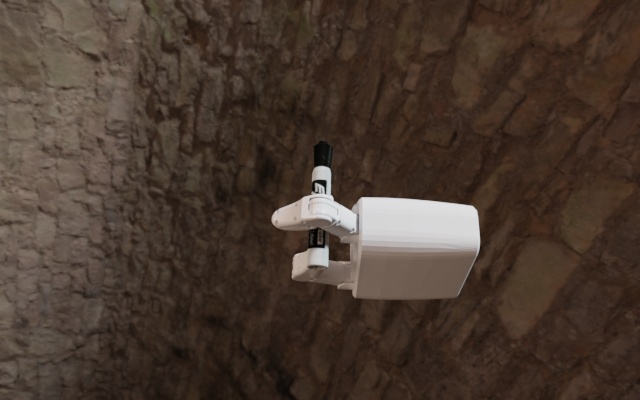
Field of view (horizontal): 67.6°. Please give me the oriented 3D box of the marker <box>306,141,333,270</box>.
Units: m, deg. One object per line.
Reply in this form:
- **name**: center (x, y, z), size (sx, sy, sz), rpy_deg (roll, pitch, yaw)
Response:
- **marker**: center (0.000, 0.001, 0.431), size (0.020, 0.121, 0.020), rpy_deg (3, -21, 1)
